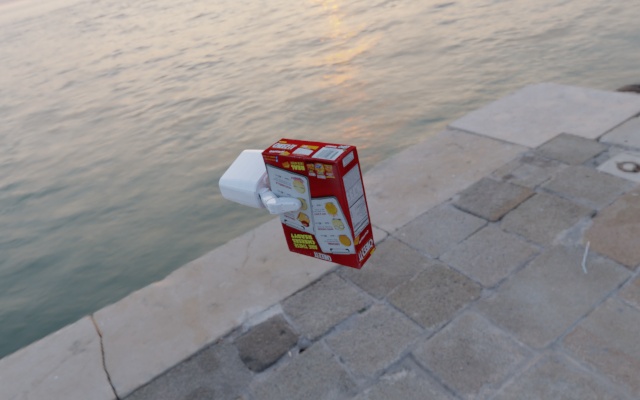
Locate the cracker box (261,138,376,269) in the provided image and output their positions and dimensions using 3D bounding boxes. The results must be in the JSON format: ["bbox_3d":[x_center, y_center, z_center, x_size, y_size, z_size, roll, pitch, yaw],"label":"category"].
[{"bbox_3d":[0.000,0.003,0.843,0.164,0.214,0.072,10,37,36],"label":"cracker box"}]
